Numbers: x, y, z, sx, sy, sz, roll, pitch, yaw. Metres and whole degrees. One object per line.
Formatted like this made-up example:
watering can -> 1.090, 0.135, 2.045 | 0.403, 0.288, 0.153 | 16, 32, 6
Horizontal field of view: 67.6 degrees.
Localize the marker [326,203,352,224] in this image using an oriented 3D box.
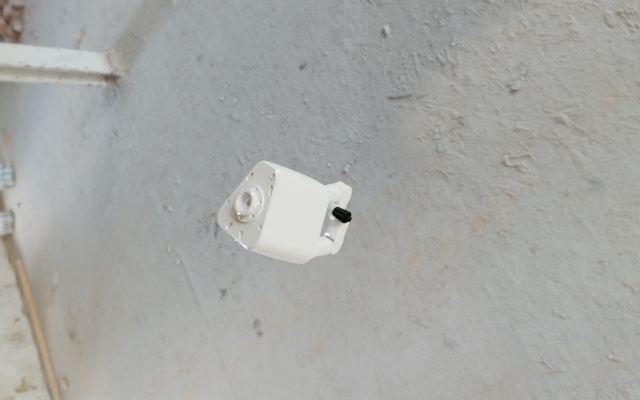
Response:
marker -> 0.000, 0.002, 0.700 | 0.020, 0.020, 0.121 | 0, 24, -47
